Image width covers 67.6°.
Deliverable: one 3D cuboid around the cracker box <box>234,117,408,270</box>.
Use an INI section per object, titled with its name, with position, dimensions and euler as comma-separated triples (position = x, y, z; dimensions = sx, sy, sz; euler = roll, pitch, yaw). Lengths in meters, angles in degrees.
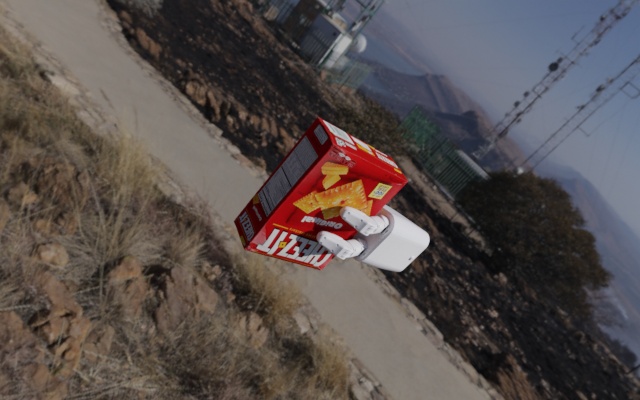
[cracker box]
position = 0.000, 0.002, 0.720
dimensions = 0.164, 0.214, 0.072
euler = 22, 29, -40
